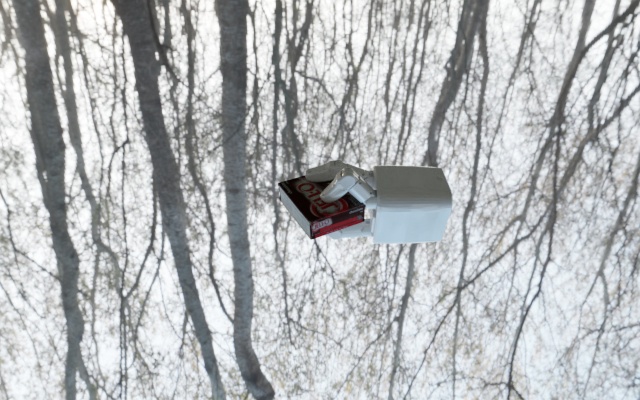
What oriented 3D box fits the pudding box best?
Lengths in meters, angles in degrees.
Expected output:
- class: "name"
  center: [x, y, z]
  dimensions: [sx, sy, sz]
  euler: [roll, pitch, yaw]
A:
- class: "pudding box"
  center: [0.000, 0.002, 0.702]
  dimensions: [0.090, 0.039, 0.113]
  euler: [-17, 36, -23]
